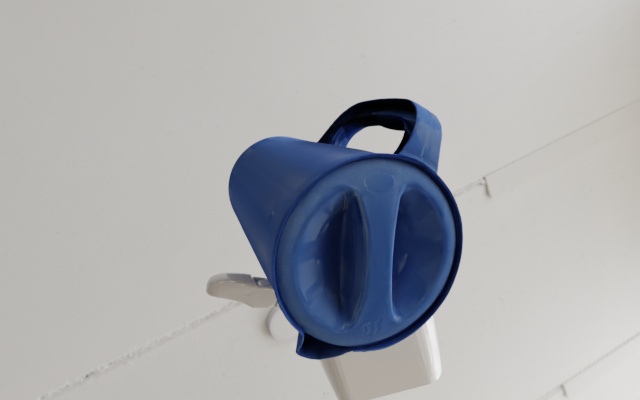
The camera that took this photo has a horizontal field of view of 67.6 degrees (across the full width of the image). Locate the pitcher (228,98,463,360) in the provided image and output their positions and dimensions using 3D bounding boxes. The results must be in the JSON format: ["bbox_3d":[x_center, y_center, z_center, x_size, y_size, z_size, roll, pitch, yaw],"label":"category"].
[{"bbox_3d":[0.000,0.002,0.403,0.149,0.145,0.242,-23,20,-14],"label":"pitcher"}]
